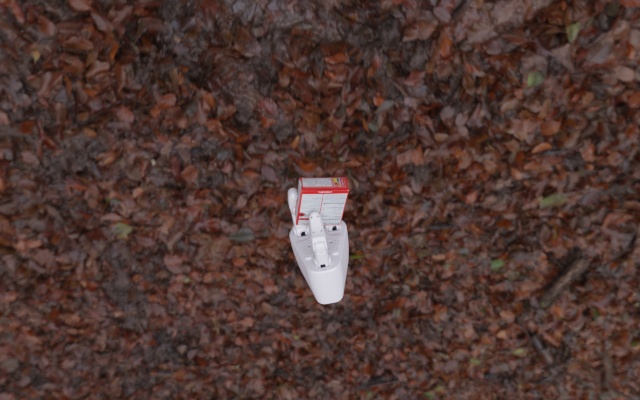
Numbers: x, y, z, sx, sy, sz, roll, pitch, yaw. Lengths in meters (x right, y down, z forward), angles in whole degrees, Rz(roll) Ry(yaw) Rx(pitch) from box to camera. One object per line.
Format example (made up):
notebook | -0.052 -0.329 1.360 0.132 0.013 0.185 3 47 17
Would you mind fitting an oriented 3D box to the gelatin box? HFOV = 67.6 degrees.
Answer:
gelatin box | 0.000 0.003 0.739 0.073 0.030 0.089 -1 -40 -10
